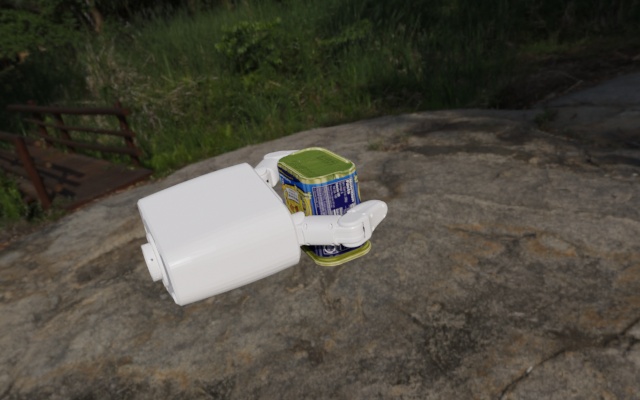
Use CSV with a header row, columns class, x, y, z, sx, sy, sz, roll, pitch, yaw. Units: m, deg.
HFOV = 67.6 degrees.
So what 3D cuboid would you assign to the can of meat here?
class,x,y,z,sx,sy,sz,roll,pitch,yaw
can of meat,0.000,0.001,0.457,0.057,0.084,0.102,-18,23,-19
